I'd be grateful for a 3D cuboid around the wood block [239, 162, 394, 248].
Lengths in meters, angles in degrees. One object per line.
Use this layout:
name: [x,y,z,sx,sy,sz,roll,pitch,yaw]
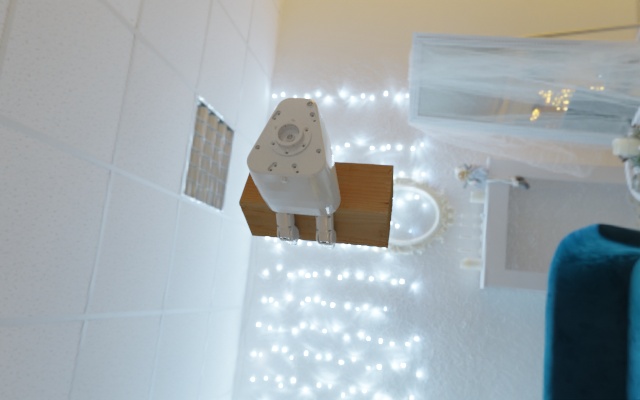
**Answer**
wood block: [0.000,0.002,0.698,0.206,0.090,0.090,5,-36,12]
